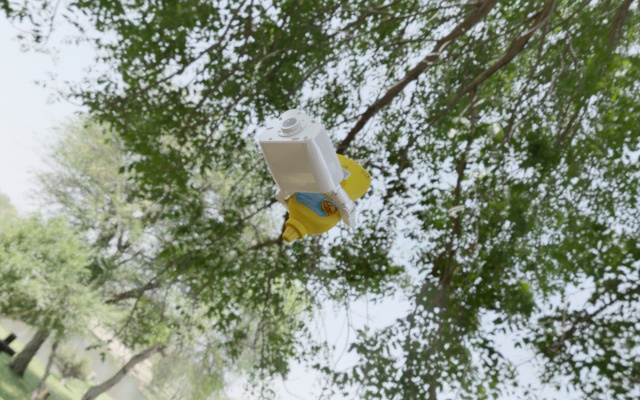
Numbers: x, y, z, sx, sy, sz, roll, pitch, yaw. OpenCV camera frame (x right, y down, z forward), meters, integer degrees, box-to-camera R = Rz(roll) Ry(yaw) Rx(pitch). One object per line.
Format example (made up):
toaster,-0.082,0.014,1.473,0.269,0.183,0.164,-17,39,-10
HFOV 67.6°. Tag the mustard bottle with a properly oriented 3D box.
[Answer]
mustard bottle,0.000,0.003,0.850,0.096,0.191,0.058,34,-28,18
